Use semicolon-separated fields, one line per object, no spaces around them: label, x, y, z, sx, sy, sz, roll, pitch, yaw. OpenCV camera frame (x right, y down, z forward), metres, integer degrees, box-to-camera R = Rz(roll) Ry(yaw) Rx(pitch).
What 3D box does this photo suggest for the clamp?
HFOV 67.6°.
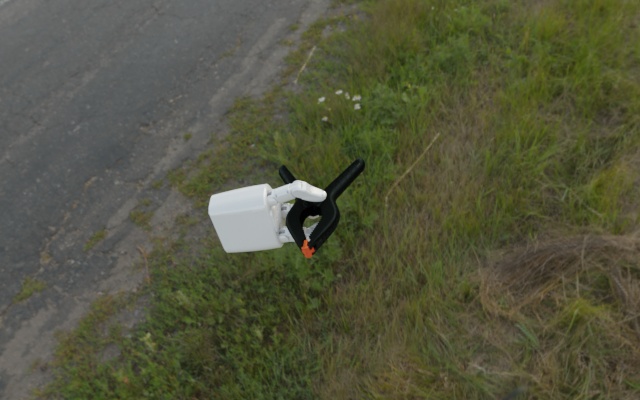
clamp;0.000;0.003;0.831;0.164;0.209;0.036;-10;-42;12
